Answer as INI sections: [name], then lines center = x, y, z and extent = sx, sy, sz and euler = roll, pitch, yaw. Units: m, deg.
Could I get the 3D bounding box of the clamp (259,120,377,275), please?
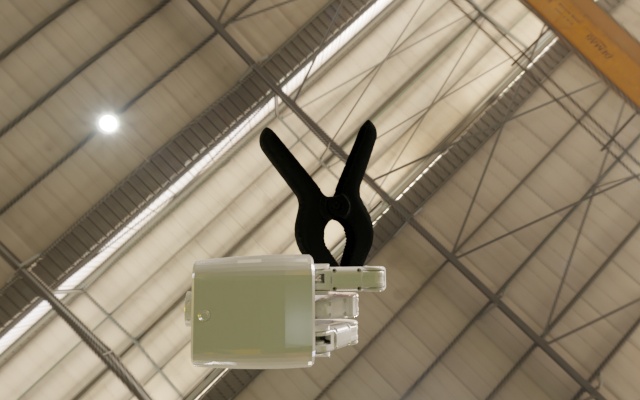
[clamp]
center = 0.000, 0.002, 0.465
extent = 0.120, 0.171, 0.039
euler = 1, -9, -12
